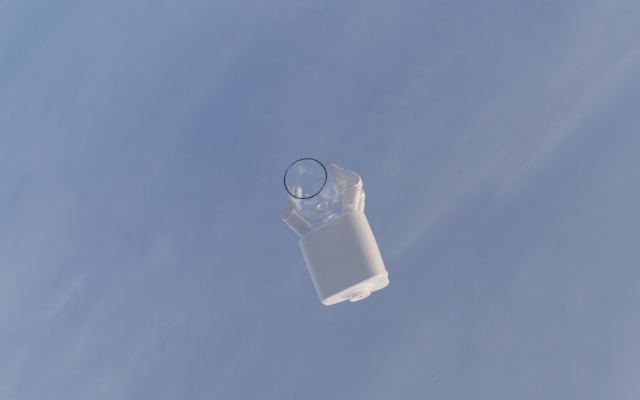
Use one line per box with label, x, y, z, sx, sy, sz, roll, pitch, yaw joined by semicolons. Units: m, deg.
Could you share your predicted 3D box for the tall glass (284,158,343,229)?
tall glass;0.000;0.003;0.749;0.079;0.079;0.201;0;-20;13
